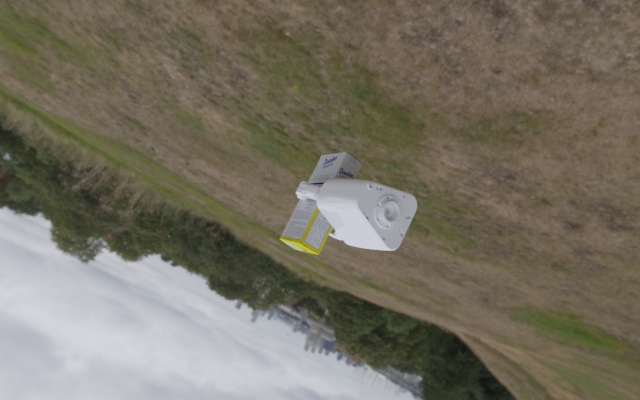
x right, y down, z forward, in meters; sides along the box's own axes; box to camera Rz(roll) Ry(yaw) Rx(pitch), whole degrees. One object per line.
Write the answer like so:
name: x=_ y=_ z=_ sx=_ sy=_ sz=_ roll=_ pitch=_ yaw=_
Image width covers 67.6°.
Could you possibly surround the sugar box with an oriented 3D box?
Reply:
sugar box: x=0.001 y=0.003 z=0.825 sx=0.048 sy=0.176 sz=0.093 roll=35 pitch=-15 yaw=-25
